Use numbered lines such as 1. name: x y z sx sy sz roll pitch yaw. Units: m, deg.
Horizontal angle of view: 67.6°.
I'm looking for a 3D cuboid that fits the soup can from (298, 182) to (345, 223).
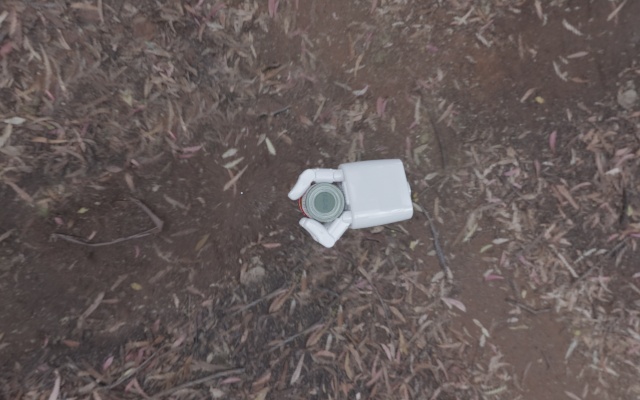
1. soup can: 0.000 0.003 0.828 0.068 0.068 0.102 0 1 -9
